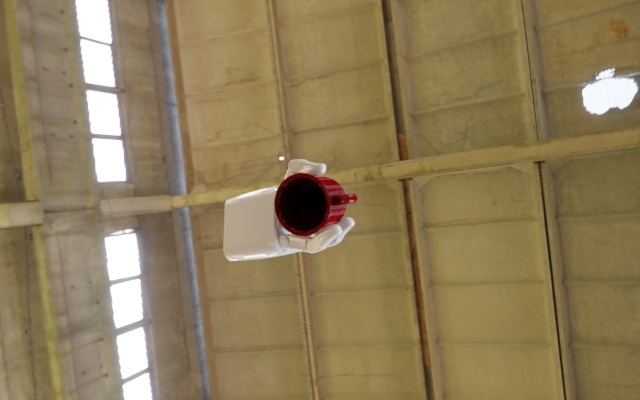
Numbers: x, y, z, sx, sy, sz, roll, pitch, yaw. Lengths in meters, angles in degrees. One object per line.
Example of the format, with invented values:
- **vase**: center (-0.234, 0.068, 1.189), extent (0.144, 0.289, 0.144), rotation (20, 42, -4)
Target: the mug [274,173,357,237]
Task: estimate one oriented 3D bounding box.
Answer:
- **mug**: center (0.001, 0.002, 0.726), extent (0.117, 0.093, 0.081), rotation (-10, -2, 26)
